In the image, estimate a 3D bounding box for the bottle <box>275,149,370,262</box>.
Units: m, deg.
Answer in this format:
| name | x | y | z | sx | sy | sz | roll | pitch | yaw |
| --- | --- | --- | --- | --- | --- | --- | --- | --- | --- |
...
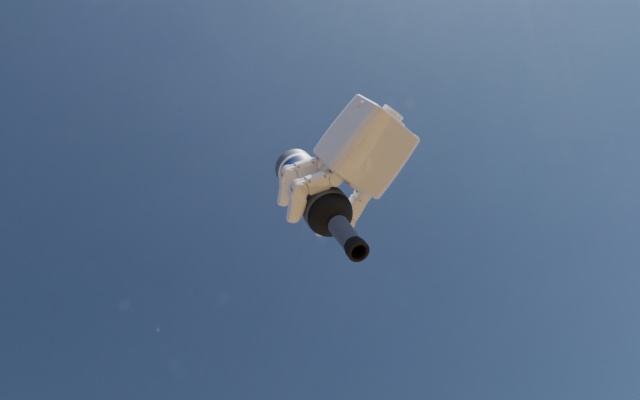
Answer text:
| name | x | y | z | sx | sy | sz | roll | pitch | yaw |
| --- | --- | --- | --- | --- | --- | --- | --- | --- | --- |
| bottle | 0.000 | 0.002 | 0.684 | 0.069 | 0.069 | 0.295 | 0 | 23 | -20 |
